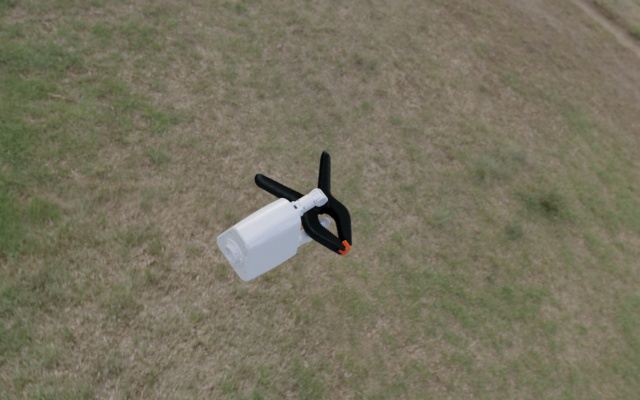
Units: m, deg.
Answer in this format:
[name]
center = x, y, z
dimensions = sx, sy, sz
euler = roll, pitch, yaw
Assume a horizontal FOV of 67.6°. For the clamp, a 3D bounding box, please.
[clamp]
center = 0.001, 0.003, 0.880
dimensions = 0.164, 0.210, 0.036
euler = -30, -16, -31
